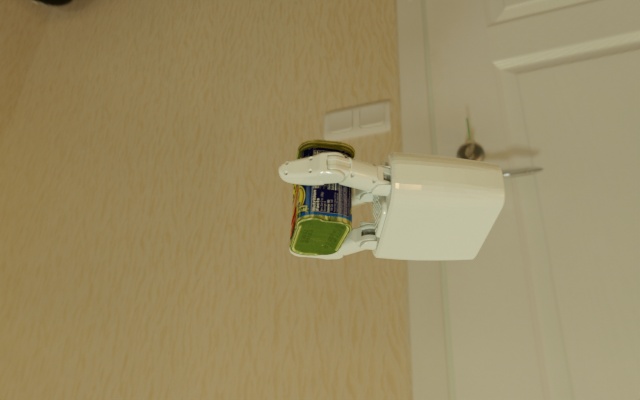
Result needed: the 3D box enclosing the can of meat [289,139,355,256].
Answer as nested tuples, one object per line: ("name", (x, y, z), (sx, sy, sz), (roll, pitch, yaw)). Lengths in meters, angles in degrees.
("can of meat", (0.000, 0.002, 0.483), (0.057, 0.084, 0.102), (5, -26, -7))
